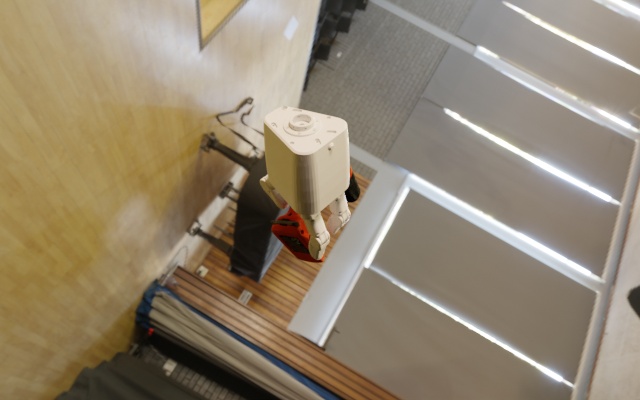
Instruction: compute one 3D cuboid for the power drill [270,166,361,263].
[{"bbox_3d":[0.000,0.003,0.779,0.057,0.187,0.184,2,-32,32],"label":"power drill"}]
